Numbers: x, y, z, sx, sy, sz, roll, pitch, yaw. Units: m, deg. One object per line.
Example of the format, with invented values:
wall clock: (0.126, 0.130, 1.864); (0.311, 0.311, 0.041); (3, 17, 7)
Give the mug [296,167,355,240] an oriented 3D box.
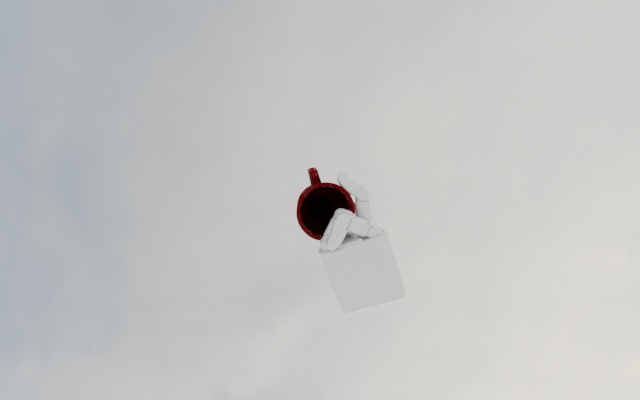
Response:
mug: (0.000, 0.001, 0.785); (0.093, 0.117, 0.081); (-19, 8, -4)
